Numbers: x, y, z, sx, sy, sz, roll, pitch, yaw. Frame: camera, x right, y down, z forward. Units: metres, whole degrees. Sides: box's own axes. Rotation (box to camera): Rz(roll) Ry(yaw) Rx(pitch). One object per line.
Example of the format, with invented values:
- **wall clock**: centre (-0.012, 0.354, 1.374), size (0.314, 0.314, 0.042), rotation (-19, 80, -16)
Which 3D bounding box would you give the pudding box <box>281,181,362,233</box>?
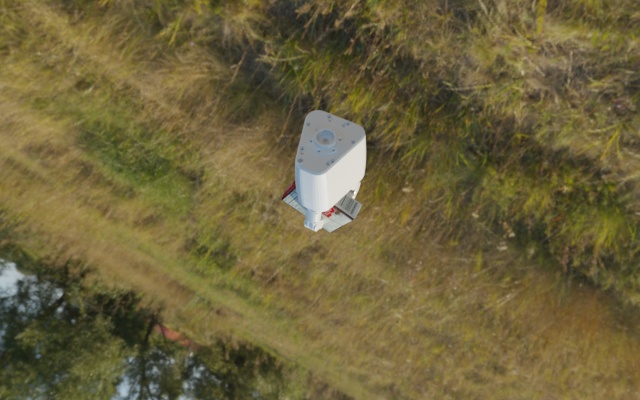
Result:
- **pudding box**: centre (0.000, 0.003, 0.810), size (0.113, 0.039, 0.090), rotation (36, -28, -11)
